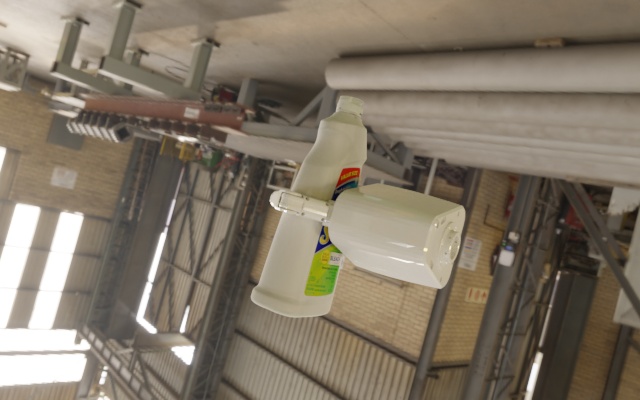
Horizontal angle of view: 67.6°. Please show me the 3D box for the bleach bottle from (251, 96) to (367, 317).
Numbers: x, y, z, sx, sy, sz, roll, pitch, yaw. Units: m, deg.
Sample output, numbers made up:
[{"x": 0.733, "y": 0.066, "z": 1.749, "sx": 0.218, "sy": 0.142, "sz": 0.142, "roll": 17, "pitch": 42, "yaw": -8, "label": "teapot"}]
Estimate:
[{"x": 0.000, "y": 0.002, "z": 0.547, "sx": 0.068, "sy": 0.251, "sz": 0.102, "roll": 14, "pitch": -2, "yaw": 32, "label": "bleach bottle"}]
